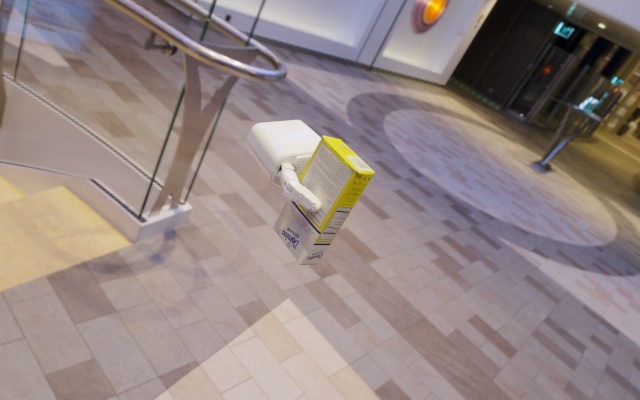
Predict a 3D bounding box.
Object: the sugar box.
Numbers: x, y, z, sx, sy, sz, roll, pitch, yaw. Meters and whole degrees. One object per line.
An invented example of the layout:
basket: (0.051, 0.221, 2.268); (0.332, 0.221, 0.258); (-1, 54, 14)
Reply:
sugar box: (0.000, 0.002, 0.722); (0.048, 0.176, 0.093); (3, 36, -43)
